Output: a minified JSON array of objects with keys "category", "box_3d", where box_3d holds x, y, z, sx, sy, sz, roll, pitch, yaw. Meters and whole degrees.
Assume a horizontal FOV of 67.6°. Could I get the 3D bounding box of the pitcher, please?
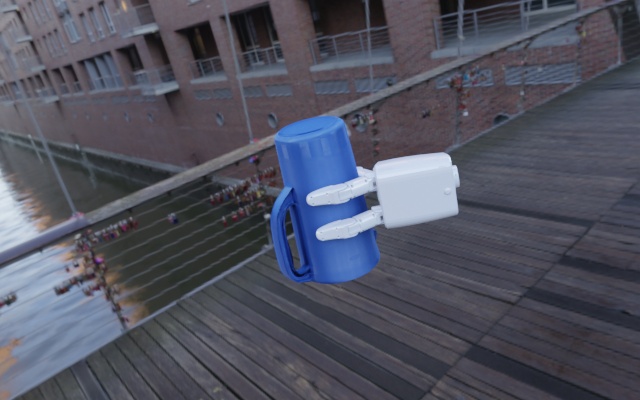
[{"category":"pitcher","box_3d":[0.000,0.002,0.743,0.145,0.243,0.149,-9,22,13]}]
